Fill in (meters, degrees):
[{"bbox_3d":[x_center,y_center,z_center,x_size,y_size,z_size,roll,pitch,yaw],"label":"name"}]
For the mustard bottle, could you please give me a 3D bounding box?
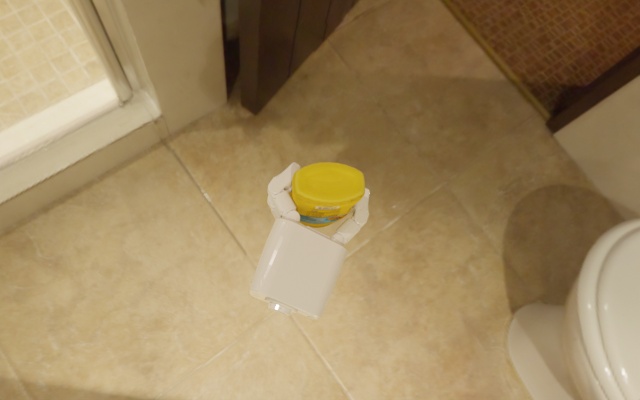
[{"bbox_3d":[0.000,0.002,0.711,0.096,0.058,0.192,-1,-16,-9],"label":"mustard bottle"}]
